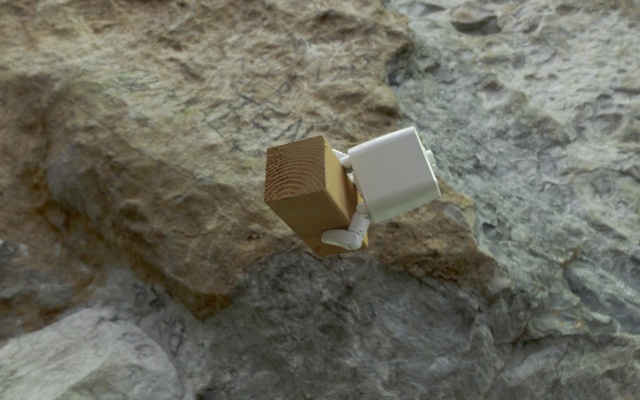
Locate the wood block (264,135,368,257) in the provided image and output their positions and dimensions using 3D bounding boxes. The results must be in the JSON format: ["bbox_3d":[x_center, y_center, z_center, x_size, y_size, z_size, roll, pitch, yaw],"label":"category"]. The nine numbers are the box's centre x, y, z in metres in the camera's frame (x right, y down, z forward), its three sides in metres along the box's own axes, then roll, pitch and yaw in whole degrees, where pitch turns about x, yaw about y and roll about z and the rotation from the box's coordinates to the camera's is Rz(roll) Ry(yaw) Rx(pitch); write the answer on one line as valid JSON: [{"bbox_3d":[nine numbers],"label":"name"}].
[{"bbox_3d":[0.001,0.003,0.725,0.090,0.090,0.206,-11,-31,17],"label":"wood block"}]
